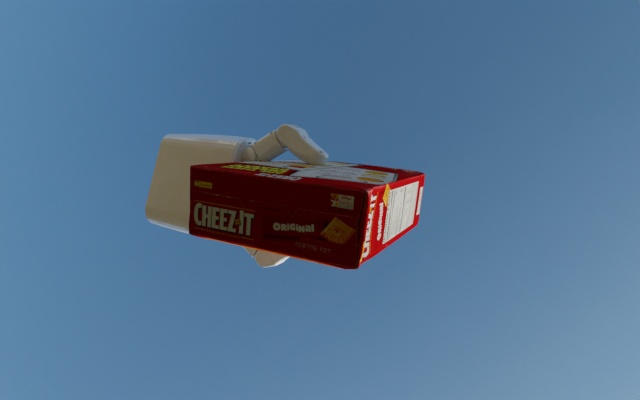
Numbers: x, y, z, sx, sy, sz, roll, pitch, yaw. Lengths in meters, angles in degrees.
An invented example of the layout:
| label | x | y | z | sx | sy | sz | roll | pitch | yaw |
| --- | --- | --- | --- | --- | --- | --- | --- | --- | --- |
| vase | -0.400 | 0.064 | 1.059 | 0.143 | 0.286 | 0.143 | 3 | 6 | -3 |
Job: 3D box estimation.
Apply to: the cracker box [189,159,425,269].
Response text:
| label | x | y | z | sx | sy | sz | roll | pitch | yaw |
| --- | --- | --- | --- | --- | --- | --- | --- | --- | --- |
| cracker box | 0.000 | 0.001 | 0.481 | 0.164 | 0.072 | 0.213 | 8 | 10 | 23 |
